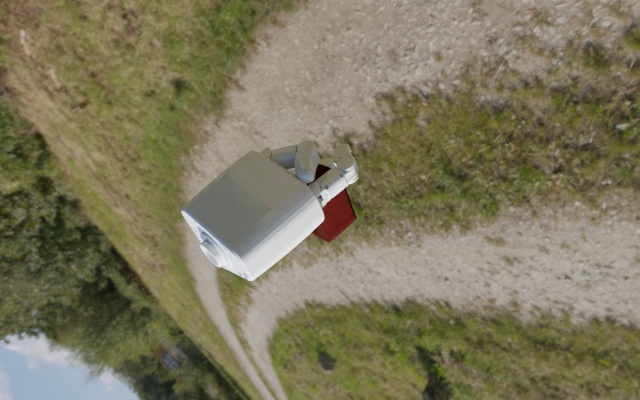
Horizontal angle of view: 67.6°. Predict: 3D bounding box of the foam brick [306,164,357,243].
[{"bbox_3d":[0.000,0.002,0.578,0.051,0.078,0.053,-42,42,-24],"label":"foam brick"}]
